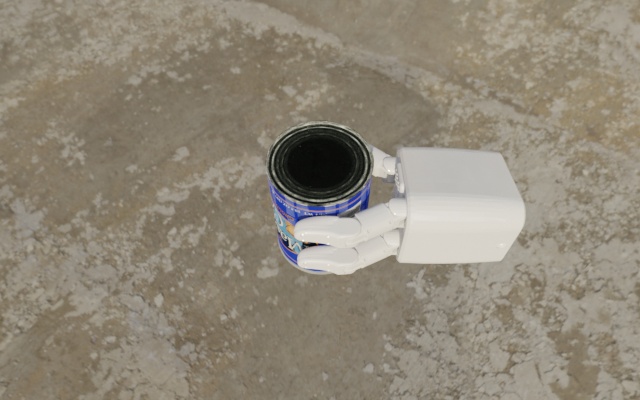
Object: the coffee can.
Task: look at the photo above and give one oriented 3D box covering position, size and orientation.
[{"bbox_3d":[0.000,0.002,0.504,0.103,0.102,0.140,0,-34,1],"label":"coffee can"}]
